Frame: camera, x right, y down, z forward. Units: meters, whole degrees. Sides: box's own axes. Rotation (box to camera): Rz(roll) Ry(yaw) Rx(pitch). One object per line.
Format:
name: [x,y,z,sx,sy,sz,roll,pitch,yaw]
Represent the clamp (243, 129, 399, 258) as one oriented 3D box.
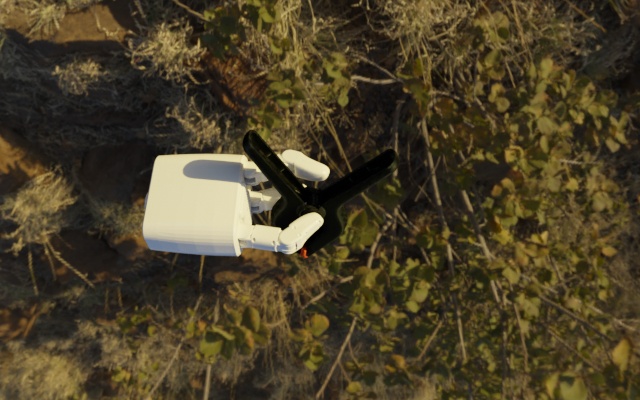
clamp: [0.000,0.003,0.566,0.164,0.036,0.210,4,-39,2]
